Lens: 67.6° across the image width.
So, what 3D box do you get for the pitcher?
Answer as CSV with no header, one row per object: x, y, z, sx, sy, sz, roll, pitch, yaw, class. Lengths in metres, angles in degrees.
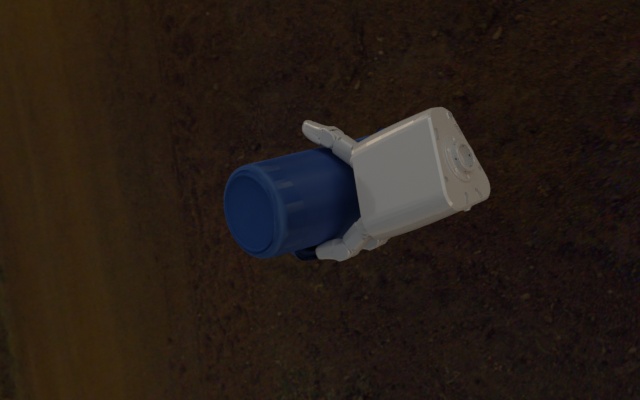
0.000,0.002,0.616,0.243,0.149,0.145,-15,-3,-45,pitcher
